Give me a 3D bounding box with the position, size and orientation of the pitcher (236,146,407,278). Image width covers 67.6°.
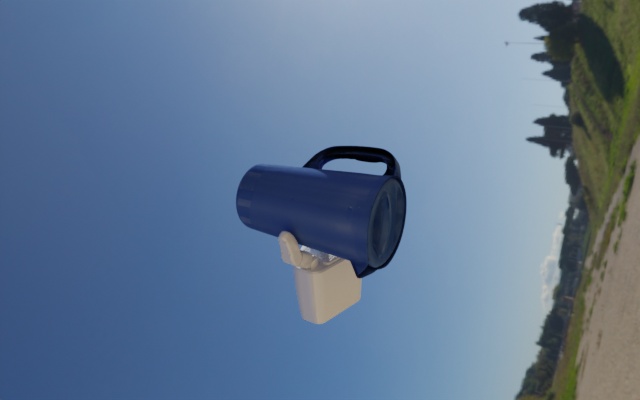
[{"bbox_3d":[0.000,0.003,0.716,0.243,0.145,0.149,12,33,30],"label":"pitcher"}]
